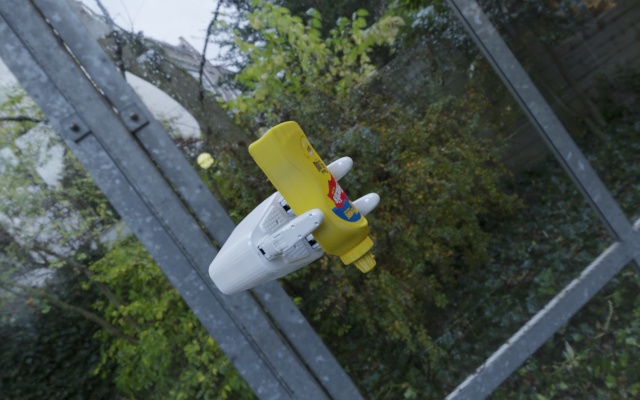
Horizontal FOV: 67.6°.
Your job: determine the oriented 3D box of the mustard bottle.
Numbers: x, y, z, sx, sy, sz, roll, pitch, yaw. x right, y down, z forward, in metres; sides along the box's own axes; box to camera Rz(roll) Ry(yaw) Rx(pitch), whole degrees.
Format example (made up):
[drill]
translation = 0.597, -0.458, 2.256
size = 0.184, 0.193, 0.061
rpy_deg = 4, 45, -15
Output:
[mustard bottle]
translation = 0.000, 0.001, 0.547
size = 0.058, 0.191, 0.096
rpy_deg = -35, 2, 17
